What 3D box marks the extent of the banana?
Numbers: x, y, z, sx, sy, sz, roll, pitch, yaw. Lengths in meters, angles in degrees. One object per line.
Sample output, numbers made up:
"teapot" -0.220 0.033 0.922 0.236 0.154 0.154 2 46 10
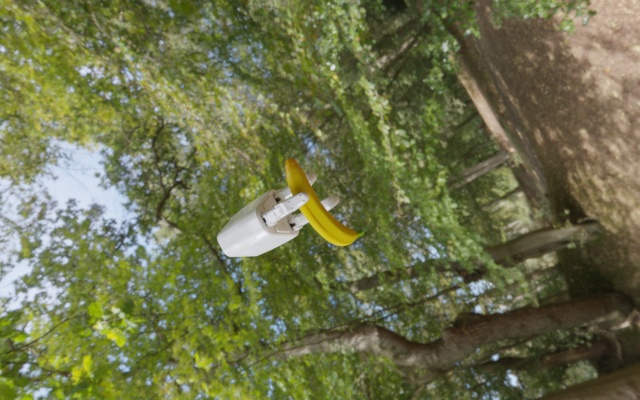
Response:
"banana" -0.002 0.016 0.819 0.037 0.198 0.069 -30 23 31
